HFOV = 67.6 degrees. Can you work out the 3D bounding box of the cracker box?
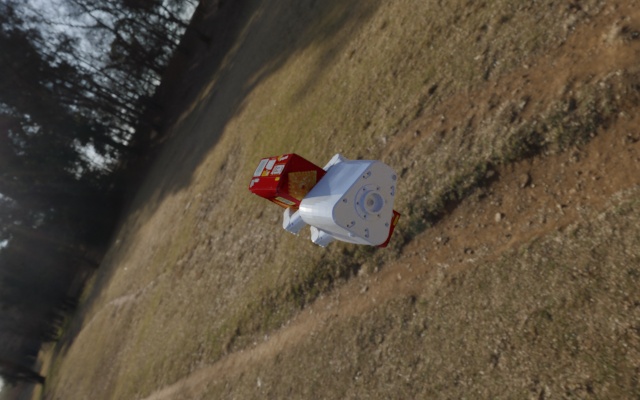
[{"bbox_3d":[0.000,0.002,0.807,0.214,0.072,0.164,29,-10,-22],"label":"cracker box"}]
